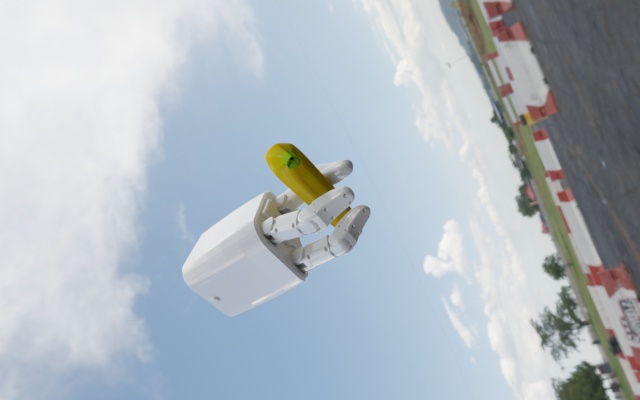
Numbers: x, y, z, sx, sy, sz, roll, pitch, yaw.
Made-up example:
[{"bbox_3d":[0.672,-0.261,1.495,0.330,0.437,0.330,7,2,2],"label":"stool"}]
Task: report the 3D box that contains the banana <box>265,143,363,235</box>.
[{"bbox_3d":[-0.010,-0.013,0.516,0.037,0.069,0.198,-37,-33,7],"label":"banana"}]
